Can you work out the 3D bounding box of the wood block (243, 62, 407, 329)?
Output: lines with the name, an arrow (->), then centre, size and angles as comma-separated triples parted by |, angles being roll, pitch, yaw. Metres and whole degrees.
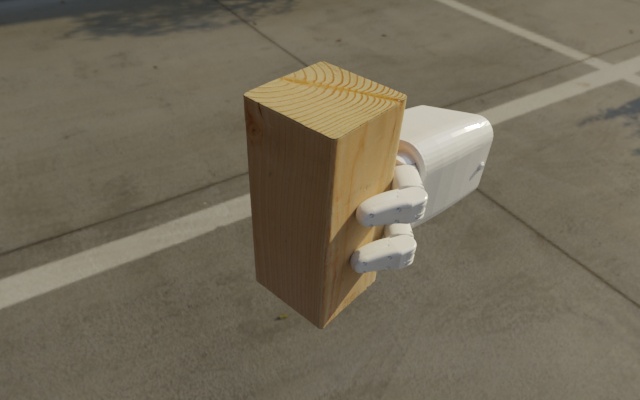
wood block -> 0.000, 0.001, 0.418 | 0.090, 0.206, 0.090 | 31, 47, 30
